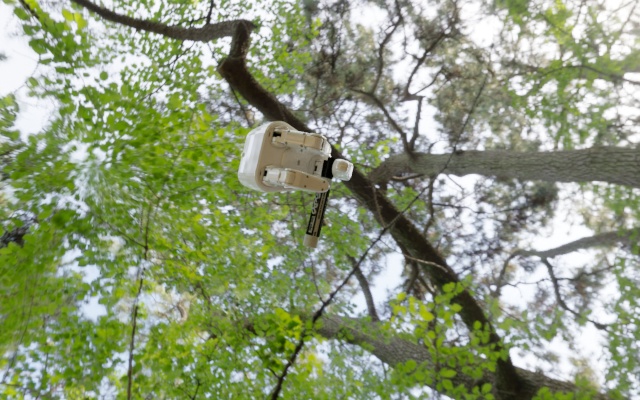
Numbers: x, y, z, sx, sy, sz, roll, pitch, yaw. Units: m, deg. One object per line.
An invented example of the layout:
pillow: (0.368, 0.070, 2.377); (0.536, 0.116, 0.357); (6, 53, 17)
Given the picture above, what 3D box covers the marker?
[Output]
marker: (0.000, 0.002, 0.626); (0.020, 0.121, 0.020); (14, -2, 1)
